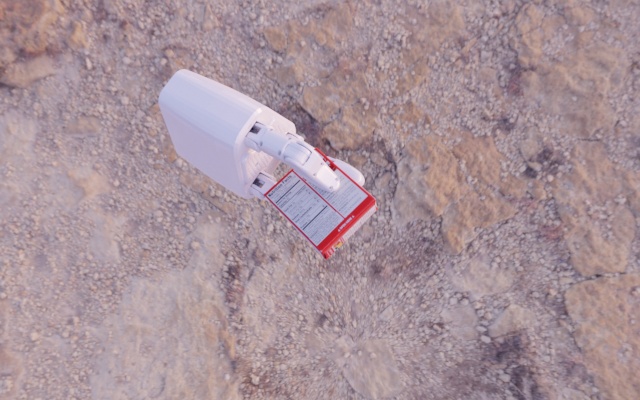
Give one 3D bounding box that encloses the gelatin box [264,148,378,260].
[{"bbox_3d":[0.000,0.002,0.473,0.089,0.073,0.030,43,-8,24],"label":"gelatin box"}]
